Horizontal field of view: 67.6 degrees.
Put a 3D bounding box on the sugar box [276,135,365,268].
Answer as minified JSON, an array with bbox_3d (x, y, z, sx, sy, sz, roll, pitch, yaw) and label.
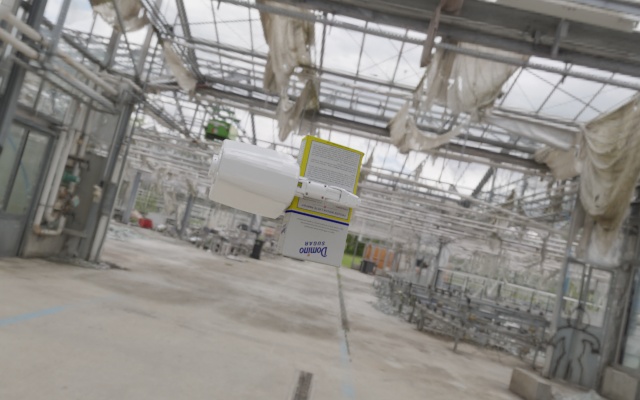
[{"bbox_3d":[0.000,0.002,0.701,0.093,0.176,0.048,15,-5,-15],"label":"sugar box"}]
